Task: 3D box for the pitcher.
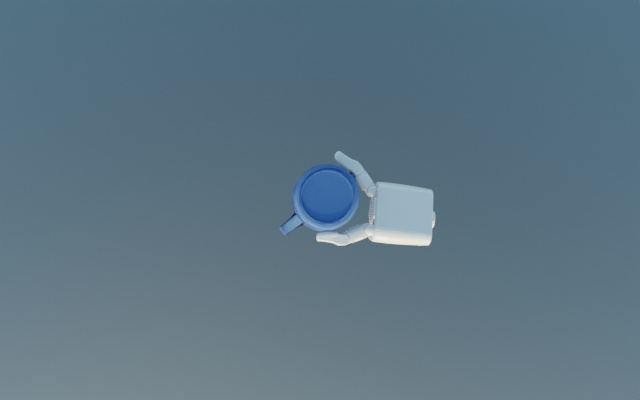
[{"bbox_3d":[0.000,0.003,0.893,0.145,0.149,0.243,9,-1,-1],"label":"pitcher"}]
